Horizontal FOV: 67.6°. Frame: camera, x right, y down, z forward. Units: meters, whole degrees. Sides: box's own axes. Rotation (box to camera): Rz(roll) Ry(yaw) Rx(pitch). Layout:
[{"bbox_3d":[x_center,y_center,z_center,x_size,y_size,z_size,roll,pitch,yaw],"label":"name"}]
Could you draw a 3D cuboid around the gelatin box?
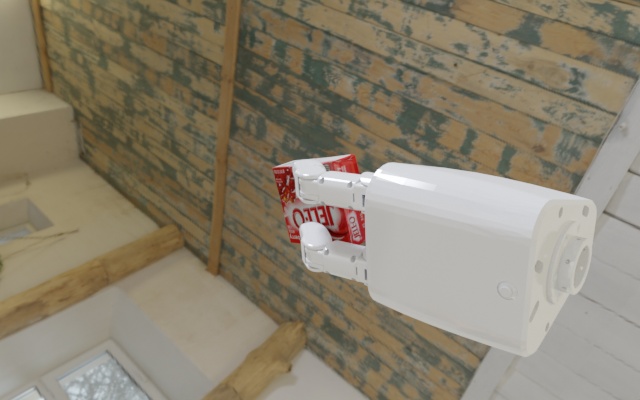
[{"bbox_3d":[0.000,0.001,0.412,0.030,0.073,0.089,-21,13,-36],"label":"gelatin box"}]
